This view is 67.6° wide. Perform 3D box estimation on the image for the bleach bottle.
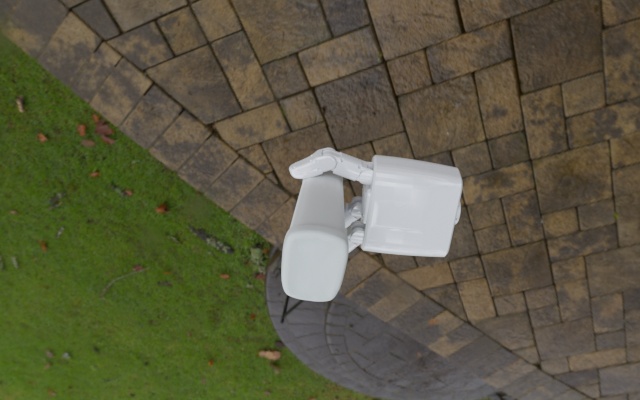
[{"bbox_3d":[0.000,0.002,0.596,0.068,0.103,0.250,8,35,-1],"label":"bleach bottle"}]
